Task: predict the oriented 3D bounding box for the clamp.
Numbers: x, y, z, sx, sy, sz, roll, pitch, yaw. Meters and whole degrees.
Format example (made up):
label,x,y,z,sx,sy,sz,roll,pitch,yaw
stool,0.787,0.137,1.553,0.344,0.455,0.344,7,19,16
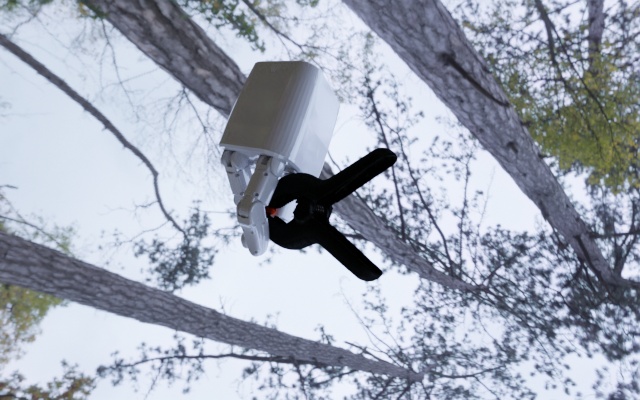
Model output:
label,x,y,z,sx,sy,sz,roll,pitch,yaw
clamp,0.000,0.002,0.467,0.171,0.120,0.039,12,-12,37
